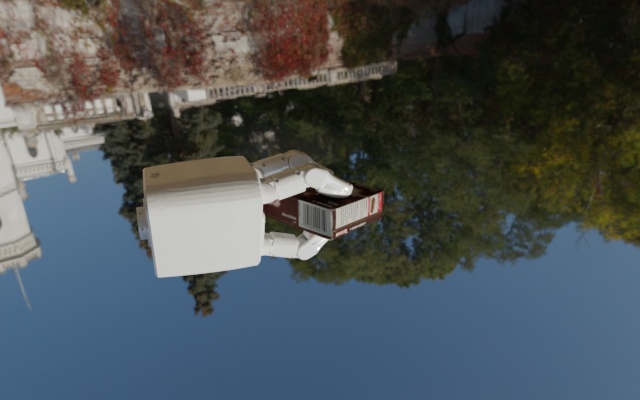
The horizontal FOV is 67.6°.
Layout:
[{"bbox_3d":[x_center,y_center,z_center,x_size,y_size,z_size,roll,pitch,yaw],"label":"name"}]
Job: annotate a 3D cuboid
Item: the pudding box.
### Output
[{"bbox_3d":[0.000,0.002,0.536,0.113,0.039,0.090,20,27,38],"label":"pudding box"}]
